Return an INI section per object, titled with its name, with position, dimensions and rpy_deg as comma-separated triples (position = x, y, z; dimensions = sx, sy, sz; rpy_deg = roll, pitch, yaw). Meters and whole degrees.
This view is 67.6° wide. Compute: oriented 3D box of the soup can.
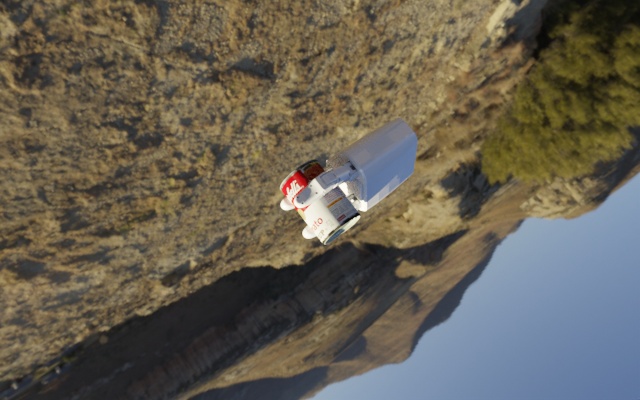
[soup can]
position = 0.000, 0.003, 0.674
dimensions = 0.068, 0.102, 0.068
rpy_deg = -37, -12, -9
